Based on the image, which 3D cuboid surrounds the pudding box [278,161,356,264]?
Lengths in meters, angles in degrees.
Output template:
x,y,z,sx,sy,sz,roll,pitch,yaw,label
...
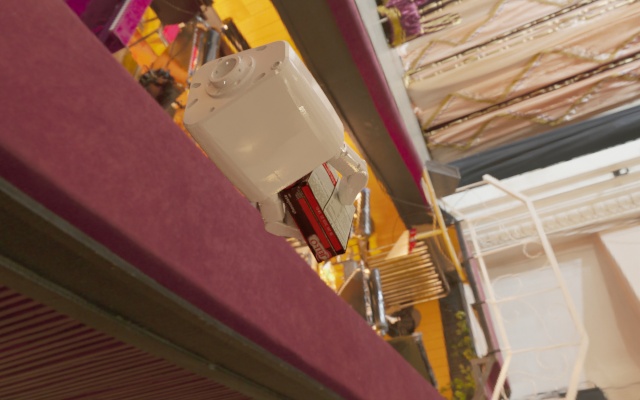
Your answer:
x,y,z,sx,sy,sz,roll,pitch,yaw,label
0.000,0.002,0.525,0.039,0.090,0.113,-21,18,20,pudding box
